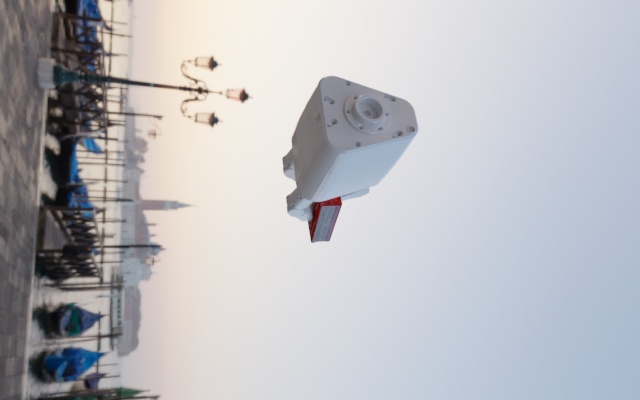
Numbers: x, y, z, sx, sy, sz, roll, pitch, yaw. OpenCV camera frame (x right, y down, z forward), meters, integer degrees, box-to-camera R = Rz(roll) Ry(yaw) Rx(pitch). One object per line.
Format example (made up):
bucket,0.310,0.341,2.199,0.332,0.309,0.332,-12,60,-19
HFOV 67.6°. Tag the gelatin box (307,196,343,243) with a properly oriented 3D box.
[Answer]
gelatin box,0.000,0.002,0.633,0.030,0.073,0.089,-3,-37,-13
